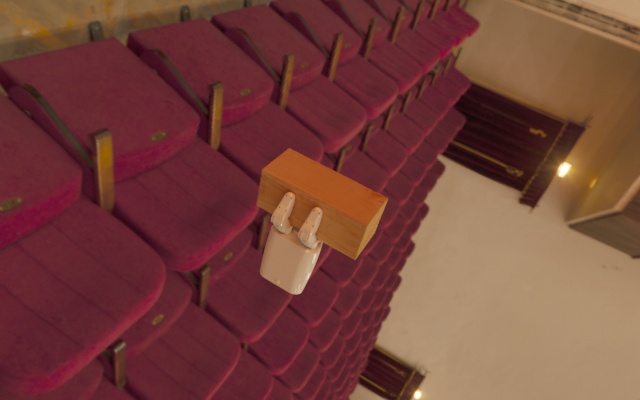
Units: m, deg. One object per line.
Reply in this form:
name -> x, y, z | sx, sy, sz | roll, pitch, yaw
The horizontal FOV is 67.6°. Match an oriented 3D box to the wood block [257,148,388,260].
wood block -> 0.000, 0.003, 0.847 | 0.206, 0.090, 0.090 | 28, 42, 15
